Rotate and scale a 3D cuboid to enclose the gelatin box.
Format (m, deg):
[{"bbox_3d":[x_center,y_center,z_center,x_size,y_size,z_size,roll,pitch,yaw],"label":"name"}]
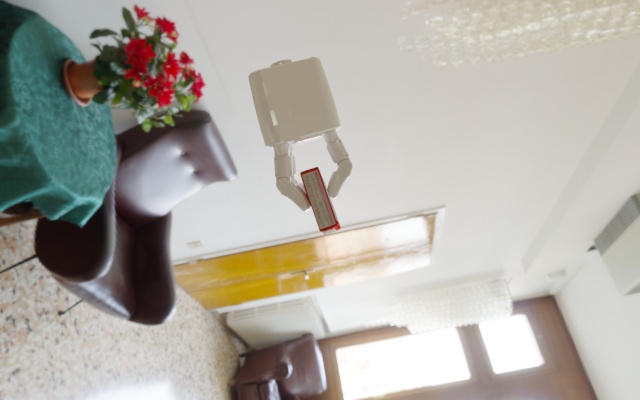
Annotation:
[{"bbox_3d":[0.001,0.002,0.688,0.030,0.089,0.073,-20,-9,2],"label":"gelatin box"}]
